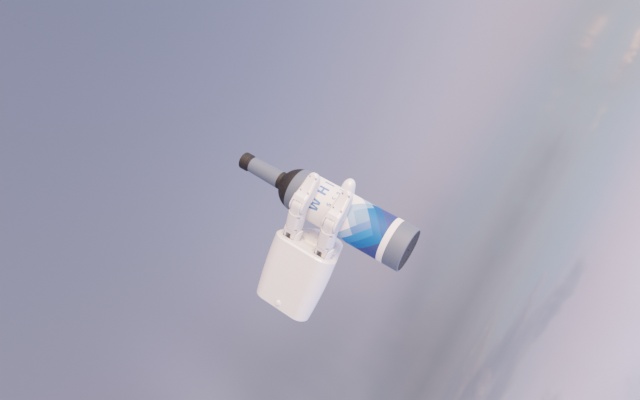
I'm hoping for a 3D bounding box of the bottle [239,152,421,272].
[{"bbox_3d":[0.000,0.002,0.703,0.295,0.069,0.069,29,11,20],"label":"bottle"}]
